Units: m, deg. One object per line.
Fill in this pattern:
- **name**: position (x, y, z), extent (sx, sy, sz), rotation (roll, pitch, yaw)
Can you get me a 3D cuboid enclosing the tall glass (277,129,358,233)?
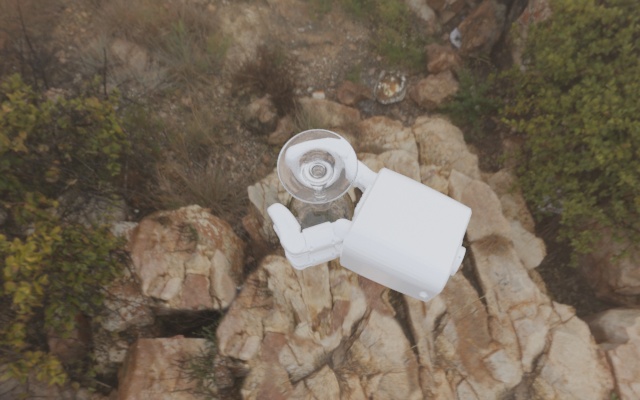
- **tall glass**: position (0.000, 0.001, 0.528), extent (0.079, 0.079, 0.201), rotation (0, -20, 1)
